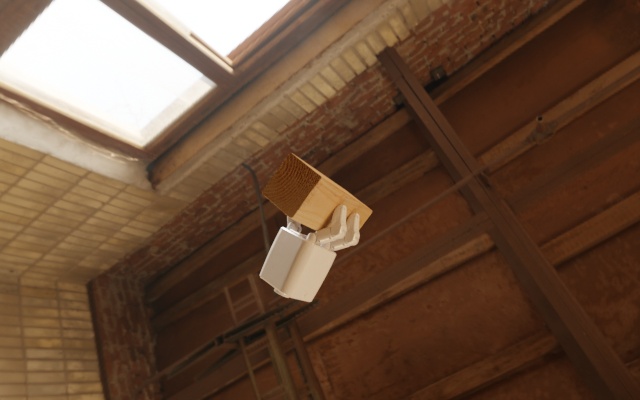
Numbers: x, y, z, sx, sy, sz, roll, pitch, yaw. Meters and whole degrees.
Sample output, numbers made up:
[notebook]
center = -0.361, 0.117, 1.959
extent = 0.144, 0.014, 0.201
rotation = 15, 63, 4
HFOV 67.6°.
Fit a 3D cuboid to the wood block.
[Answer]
[wood block]
center = 0.000, 0.003, 0.894
extent = 0.090, 0.090, 0.206
rotation = 39, 4, 34
